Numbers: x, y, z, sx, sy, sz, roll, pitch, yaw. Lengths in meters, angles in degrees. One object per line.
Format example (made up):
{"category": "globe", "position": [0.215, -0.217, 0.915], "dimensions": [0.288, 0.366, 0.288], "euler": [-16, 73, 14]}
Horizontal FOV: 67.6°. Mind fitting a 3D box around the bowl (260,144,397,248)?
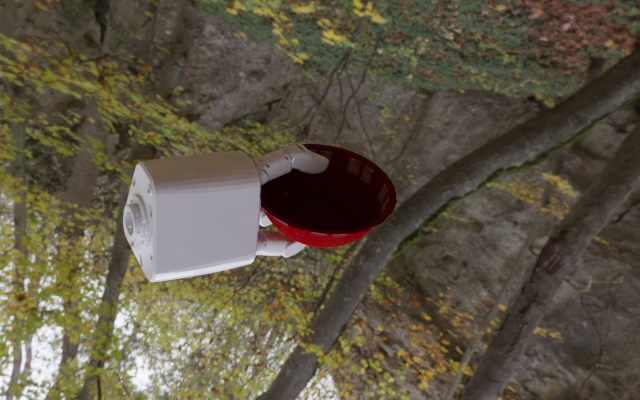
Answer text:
{"category": "bowl", "position": [0.001, 0.002, 0.537], "dimensions": [0.162, 0.055, 0.162], "euler": [6, 39, -5]}
